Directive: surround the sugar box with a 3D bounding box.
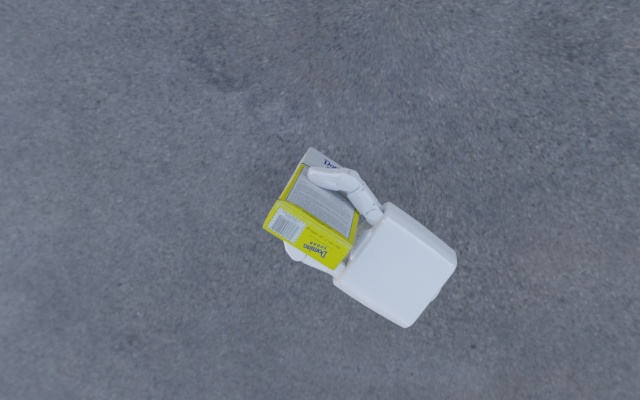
[{"bbox_3d":[0.000,0.002,0.574,0.093,0.048,0.176,33,24,-5],"label":"sugar box"}]
